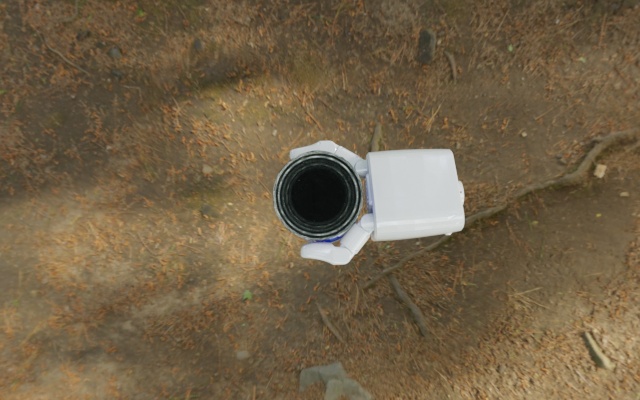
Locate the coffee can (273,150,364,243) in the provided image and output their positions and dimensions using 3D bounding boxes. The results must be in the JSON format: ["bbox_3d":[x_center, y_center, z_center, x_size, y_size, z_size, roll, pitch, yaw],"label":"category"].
[{"bbox_3d":[0.000,0.002,0.603,0.103,0.103,0.140,0,-6,3],"label":"coffee can"}]
